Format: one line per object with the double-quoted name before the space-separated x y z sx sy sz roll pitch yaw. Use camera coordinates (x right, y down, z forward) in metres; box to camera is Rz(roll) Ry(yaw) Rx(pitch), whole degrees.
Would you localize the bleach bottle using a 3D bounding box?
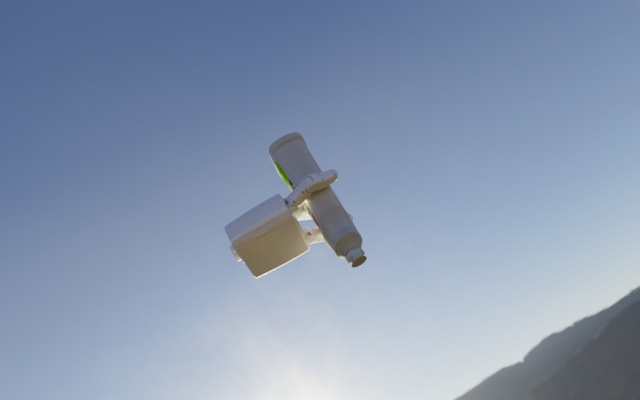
"bleach bottle" 0.000 0.003 0.801 0.068 0.250 0.103 -29 -32 -7
